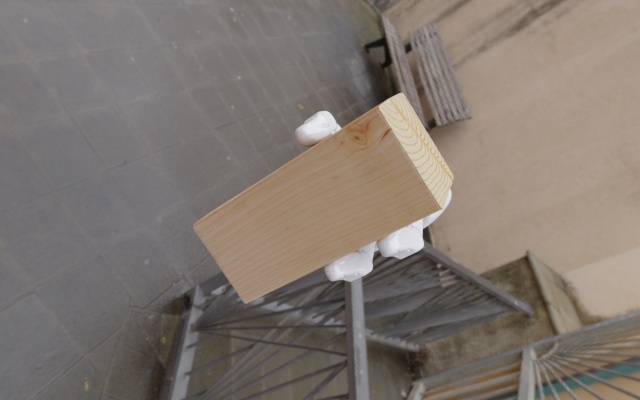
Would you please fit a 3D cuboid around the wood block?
[{"bbox_3d":[0.000,0.001,0.427,0.206,0.091,0.090,-30,6,28],"label":"wood block"}]
